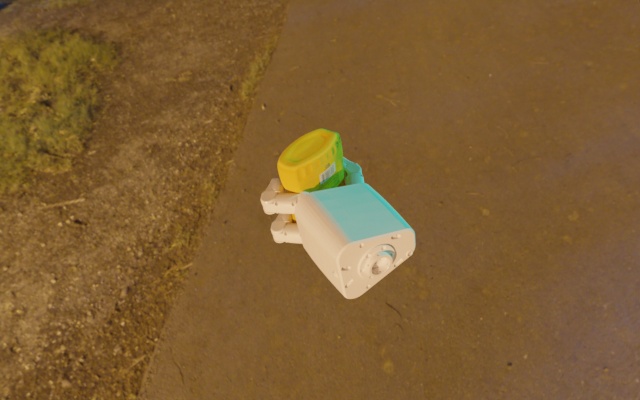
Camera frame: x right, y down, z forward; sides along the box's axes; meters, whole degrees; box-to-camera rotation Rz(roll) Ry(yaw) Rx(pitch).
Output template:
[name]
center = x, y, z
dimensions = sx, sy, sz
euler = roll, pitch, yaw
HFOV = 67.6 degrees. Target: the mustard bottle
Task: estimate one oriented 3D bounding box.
[mustard bottle]
center = 0.000, 0.002, 0.672
dimensions = 0.058, 0.192, 0.096
euler = 21, 50, 34
